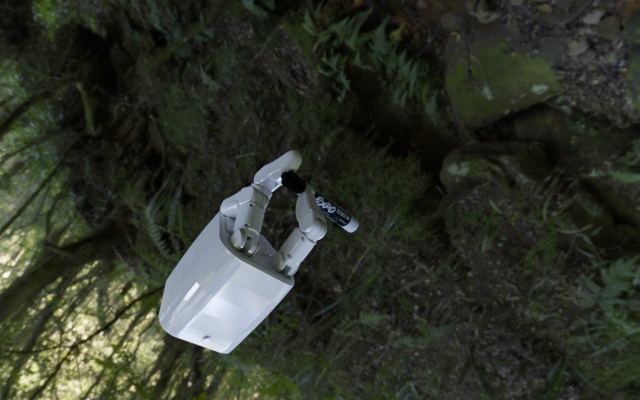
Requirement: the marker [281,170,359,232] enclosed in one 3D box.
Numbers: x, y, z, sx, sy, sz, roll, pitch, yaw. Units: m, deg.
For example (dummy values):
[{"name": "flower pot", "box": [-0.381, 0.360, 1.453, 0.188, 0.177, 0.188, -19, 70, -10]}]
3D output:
[{"name": "marker", "box": [0.000, 0.002, 0.543, 0.020, 0.020, 0.121, 0, -28, 48]}]
